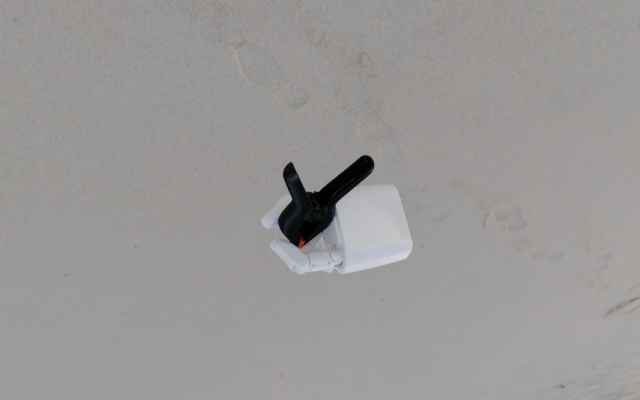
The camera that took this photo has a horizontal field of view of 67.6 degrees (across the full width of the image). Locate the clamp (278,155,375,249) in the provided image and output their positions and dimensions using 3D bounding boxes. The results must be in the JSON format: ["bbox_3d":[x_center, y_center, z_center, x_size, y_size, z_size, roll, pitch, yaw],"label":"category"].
[{"bbox_3d":[0.000,0.003,0.614,0.120,0.039,0.172,-8,-32,-19],"label":"clamp"}]
